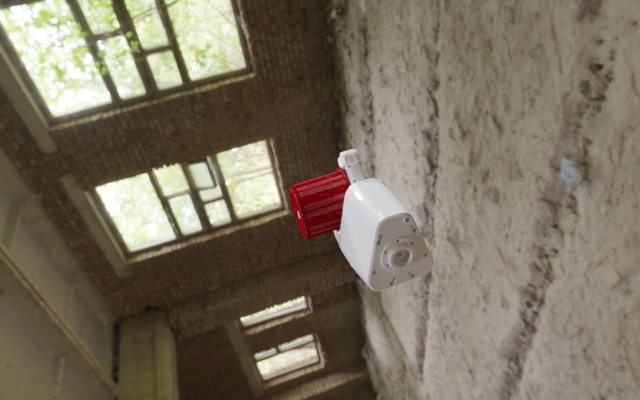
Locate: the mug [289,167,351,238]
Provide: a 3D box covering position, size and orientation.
[{"bbox_3d":[-0.001,0.002,0.719,0.081,0.093,0.117,-18,26,-11],"label":"mug"}]
